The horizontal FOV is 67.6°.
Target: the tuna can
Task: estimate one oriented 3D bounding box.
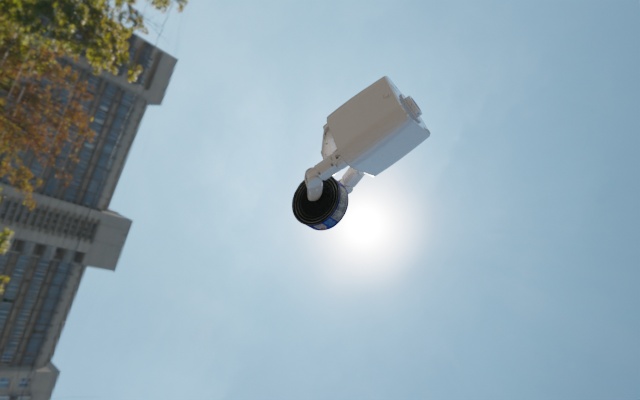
[{"bbox_3d":[0.000,0.003,0.733,0.086,0.086,0.034,0,-20,35],"label":"tuna can"}]
